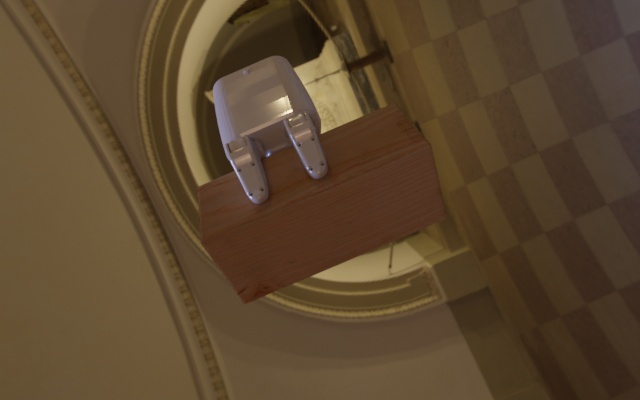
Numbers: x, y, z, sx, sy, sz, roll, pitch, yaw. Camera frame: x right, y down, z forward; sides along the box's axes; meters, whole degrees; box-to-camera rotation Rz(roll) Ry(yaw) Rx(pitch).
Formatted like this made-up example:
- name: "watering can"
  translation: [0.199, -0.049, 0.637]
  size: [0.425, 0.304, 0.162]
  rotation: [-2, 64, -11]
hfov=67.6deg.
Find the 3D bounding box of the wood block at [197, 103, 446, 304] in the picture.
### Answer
- name: "wood block"
  translation: [0.000, 0.002, 0.452]
  size: [0.206, 0.091, 0.090]
  rotation: [-23, 39, 1]
